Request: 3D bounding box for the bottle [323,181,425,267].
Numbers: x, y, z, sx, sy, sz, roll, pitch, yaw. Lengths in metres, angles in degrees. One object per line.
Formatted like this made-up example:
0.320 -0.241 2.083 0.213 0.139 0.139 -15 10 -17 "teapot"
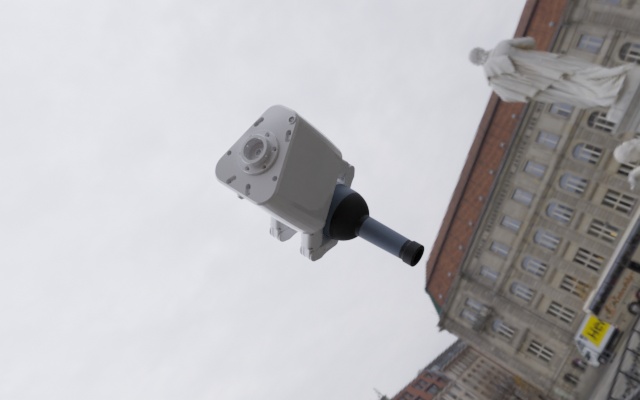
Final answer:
0.000 0.002 0.610 0.295 0.069 0.069 29 16 32 "bottle"
